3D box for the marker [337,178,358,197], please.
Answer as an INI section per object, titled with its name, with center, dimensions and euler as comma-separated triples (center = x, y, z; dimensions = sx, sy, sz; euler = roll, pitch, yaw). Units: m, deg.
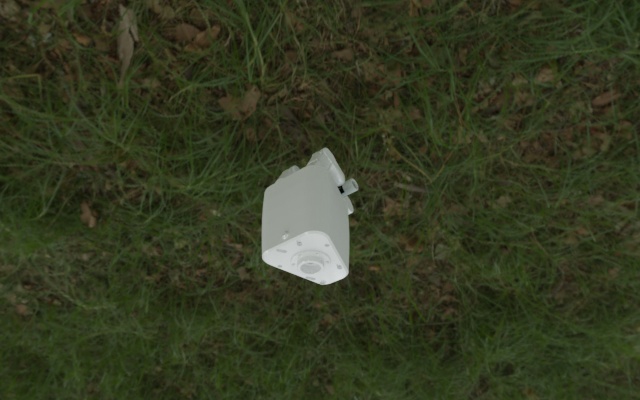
[marker]
center = 0.000, 0.002, 0.693
dimensions = 0.121, 0.020, 0.020
euler = -27, -13, 26
